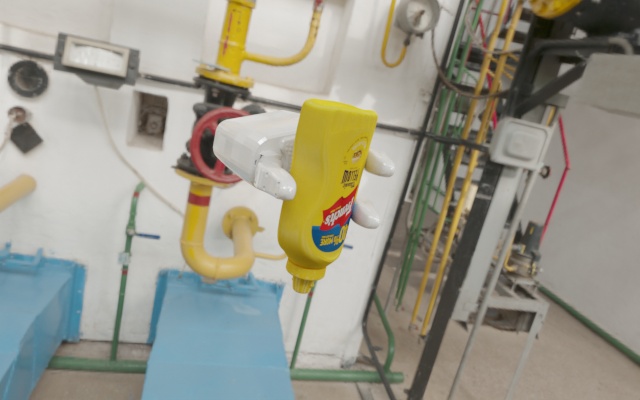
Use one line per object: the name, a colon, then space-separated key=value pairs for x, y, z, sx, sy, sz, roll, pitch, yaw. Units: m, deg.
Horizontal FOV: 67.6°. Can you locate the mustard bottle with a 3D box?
mustard bottle: x=0.000 y=0.001 z=0.465 sx=0.058 sy=0.192 sz=0.096 roll=20 pitch=16 yaw=25
